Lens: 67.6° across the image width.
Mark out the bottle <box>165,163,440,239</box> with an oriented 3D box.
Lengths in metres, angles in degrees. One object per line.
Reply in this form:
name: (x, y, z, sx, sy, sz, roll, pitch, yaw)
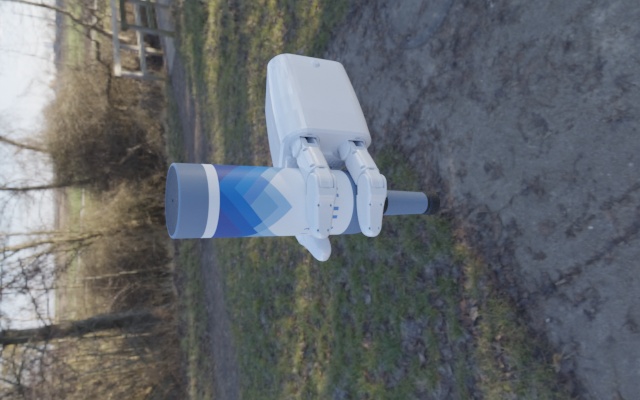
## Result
bottle: (0.000, 0.002, 0.486, 0.296, 0.069, 0.069, 1, 0, -28)
